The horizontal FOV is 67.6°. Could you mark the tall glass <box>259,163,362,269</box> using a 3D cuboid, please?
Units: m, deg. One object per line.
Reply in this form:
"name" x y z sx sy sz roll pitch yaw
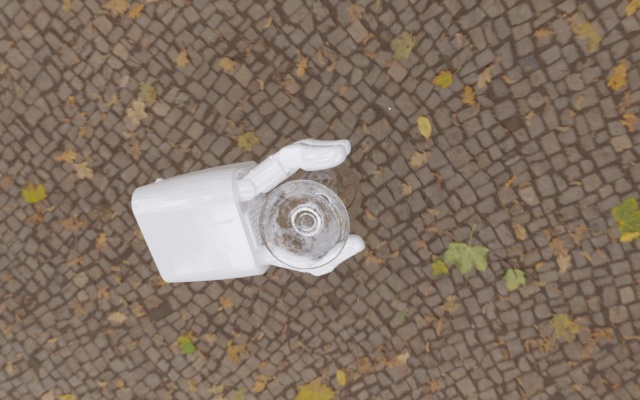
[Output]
"tall glass" 0.000 0.002 0.479 0.079 0.079 0.201 0 11 9
